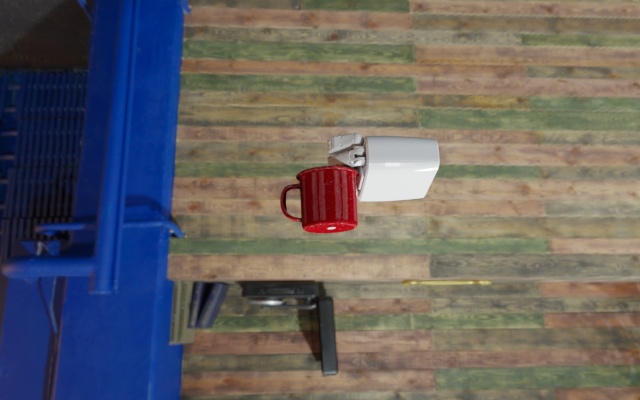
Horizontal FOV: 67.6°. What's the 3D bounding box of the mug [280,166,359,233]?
[{"bbox_3d":[-0.001,0.003,0.694,0.117,0.081,0.093,-2,-13,-4],"label":"mug"}]
